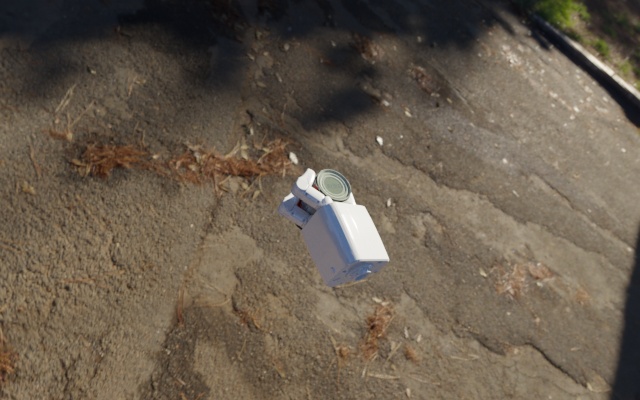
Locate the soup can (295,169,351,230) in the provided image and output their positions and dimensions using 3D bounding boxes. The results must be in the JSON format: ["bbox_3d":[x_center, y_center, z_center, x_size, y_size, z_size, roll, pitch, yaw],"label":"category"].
[{"bbox_3d":[0.000,0.002,0.823,0.068,0.068,0.102,0,-35,-33],"label":"soup can"}]
